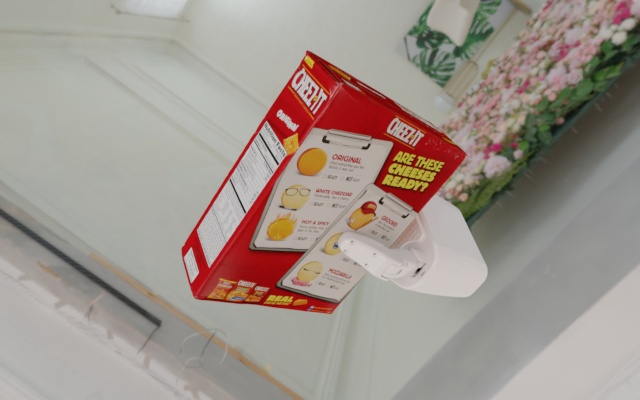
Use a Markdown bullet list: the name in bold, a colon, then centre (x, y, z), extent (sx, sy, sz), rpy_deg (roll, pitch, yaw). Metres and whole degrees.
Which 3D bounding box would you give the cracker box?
- **cracker box**: centre (0.000, 0.002, 0.427), extent (0.164, 0.214, 0.072), rpy_deg (18, 27, -41)
